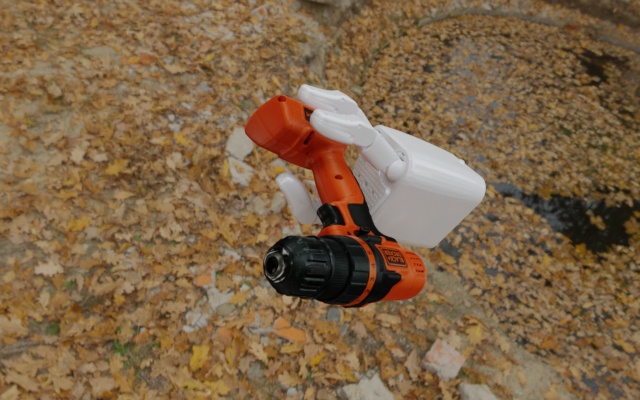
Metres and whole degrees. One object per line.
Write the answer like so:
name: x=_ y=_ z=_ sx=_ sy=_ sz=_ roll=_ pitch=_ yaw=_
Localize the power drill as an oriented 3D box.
power drill: x=0.000 y=0.001 z=0.402 sx=0.057 sy=0.187 sz=0.184 roll=-37 pitch=-30 yaw=25
